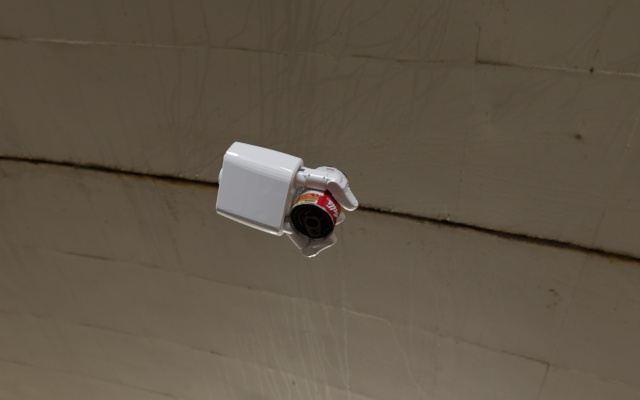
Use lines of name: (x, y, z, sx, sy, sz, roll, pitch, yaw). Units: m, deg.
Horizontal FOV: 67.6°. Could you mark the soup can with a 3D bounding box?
soup can: (0.001, 0.002, 0.711, 0.068, 0.068, 0.102, 0, 35, 20)
